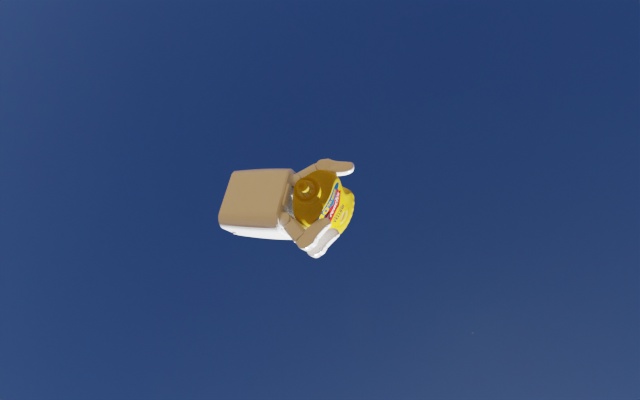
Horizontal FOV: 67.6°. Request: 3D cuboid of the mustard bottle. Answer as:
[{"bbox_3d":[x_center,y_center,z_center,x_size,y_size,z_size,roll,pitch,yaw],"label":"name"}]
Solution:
[{"bbox_3d":[0.001,0.003,0.767,0.058,0.096,0.192,27,-5,22],"label":"mustard bottle"}]
